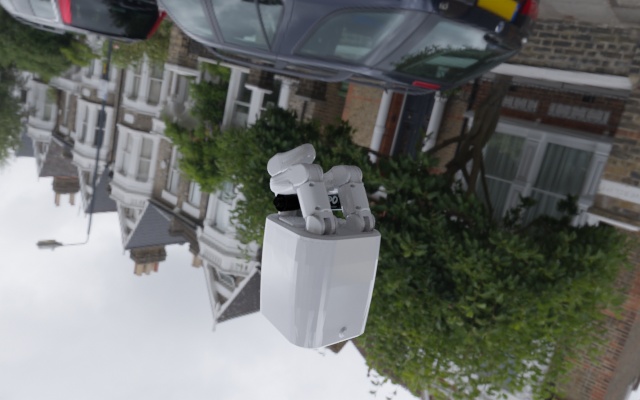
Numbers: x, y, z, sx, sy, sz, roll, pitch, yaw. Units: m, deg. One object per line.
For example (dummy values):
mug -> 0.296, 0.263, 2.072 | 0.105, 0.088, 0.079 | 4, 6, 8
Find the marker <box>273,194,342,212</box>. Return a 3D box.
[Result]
marker -> 0.000, 0.002, 0.503 | 0.121, 0.020, 0.020 | 0, 0, -45
